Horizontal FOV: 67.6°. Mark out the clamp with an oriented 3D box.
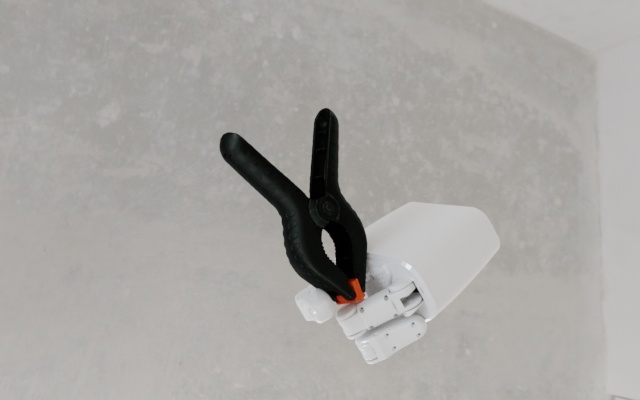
[{"bbox_3d":[0.000,0.001,0.406,0.120,0.171,0.039,-33,10,-33],"label":"clamp"}]
